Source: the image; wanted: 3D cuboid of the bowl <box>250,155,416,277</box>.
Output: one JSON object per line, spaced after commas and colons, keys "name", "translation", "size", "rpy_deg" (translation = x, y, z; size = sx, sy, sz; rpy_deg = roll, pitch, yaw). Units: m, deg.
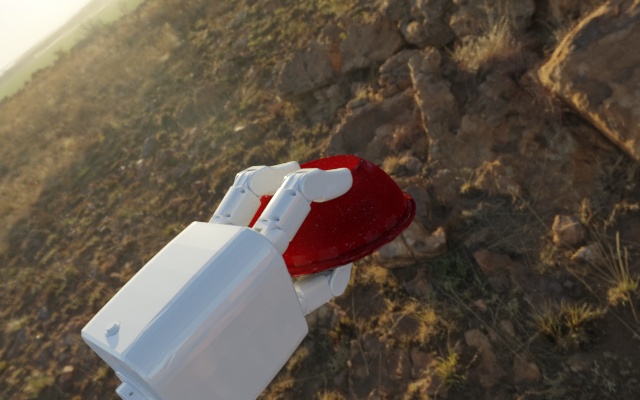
{"name": "bowl", "translation": [0.001, 0.000, 0.427], "size": [0.162, 0.055, 0.162], "rpy_deg": [-17, 19, 6]}
